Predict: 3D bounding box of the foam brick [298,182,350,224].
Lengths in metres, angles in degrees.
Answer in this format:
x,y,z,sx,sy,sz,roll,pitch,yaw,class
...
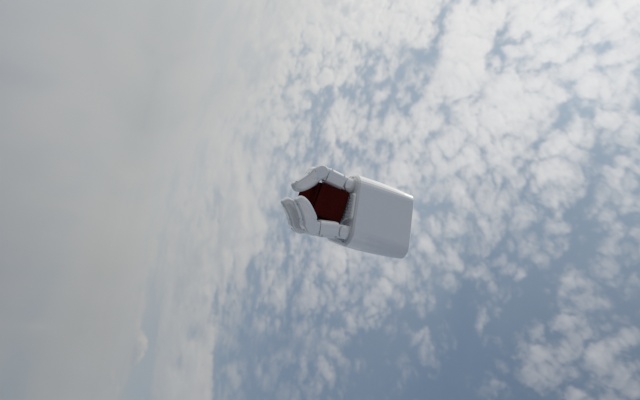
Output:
x,y,z,sx,sy,sz,roll,pitch,yaw,class
0.000,0.002,0.743,0.051,0.053,0.078,19,-3,-22,foam brick
